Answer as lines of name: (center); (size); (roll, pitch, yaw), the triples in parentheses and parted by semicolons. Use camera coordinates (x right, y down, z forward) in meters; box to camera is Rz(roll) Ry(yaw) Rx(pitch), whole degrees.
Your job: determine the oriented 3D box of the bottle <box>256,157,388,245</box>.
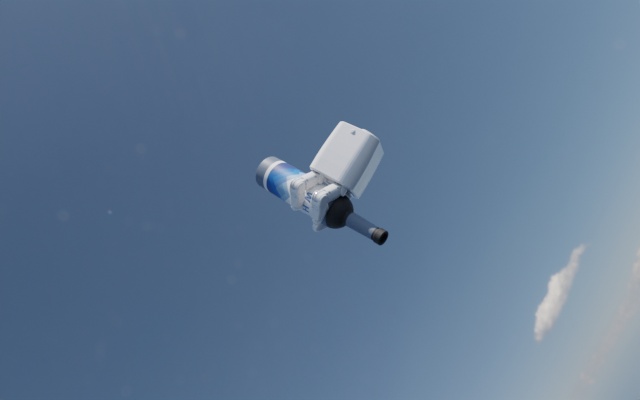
bottle: (0.000, 0.003, 0.882); (0.295, 0.069, 0.069); (30, 18, 34)
